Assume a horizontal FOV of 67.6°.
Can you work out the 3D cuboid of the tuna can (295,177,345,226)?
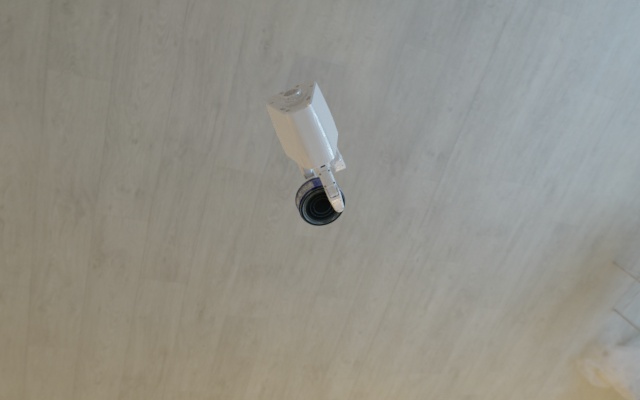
[{"bbox_3d":[0.000,0.003,0.849,0.086,0.086,0.033,0,32,-18],"label":"tuna can"}]
